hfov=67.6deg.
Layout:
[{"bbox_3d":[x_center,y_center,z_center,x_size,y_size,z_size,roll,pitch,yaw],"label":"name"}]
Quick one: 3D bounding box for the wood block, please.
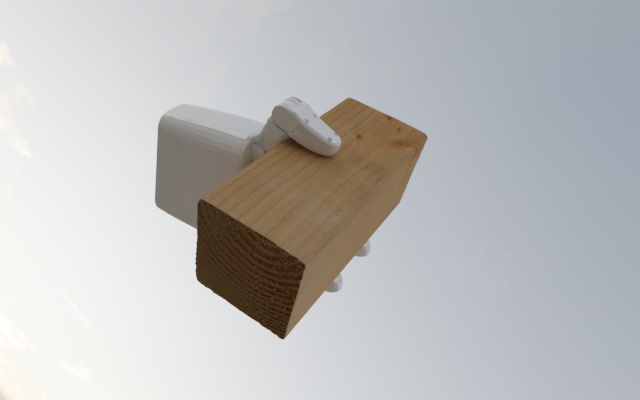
[{"bbox_3d":[0.000,0.001,0.405,0.090,0.091,0.206,30,43,17],"label":"wood block"}]
